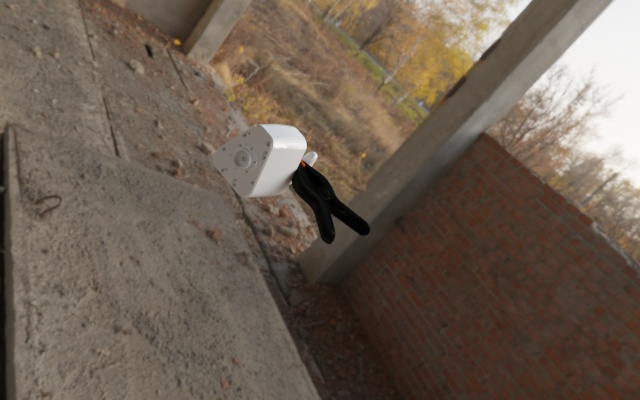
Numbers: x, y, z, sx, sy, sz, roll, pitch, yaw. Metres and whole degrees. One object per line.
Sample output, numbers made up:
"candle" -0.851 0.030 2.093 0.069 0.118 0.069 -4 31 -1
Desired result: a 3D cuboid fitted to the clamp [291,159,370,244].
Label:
"clamp" 0.000 0.002 0.781 0.171 0.039 0.120 46 23 14
